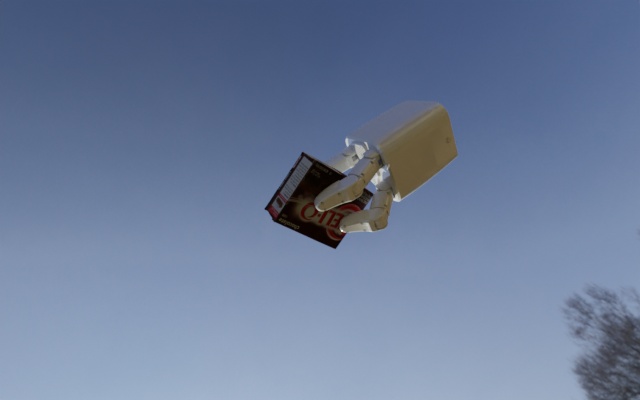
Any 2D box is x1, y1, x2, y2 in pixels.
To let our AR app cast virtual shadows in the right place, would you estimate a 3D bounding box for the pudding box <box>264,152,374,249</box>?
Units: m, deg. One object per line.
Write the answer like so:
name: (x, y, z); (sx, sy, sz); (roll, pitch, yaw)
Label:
pudding box: (0.000, 0.002, 0.601); (0.113, 0.090, 0.039); (28, 10, -37)
